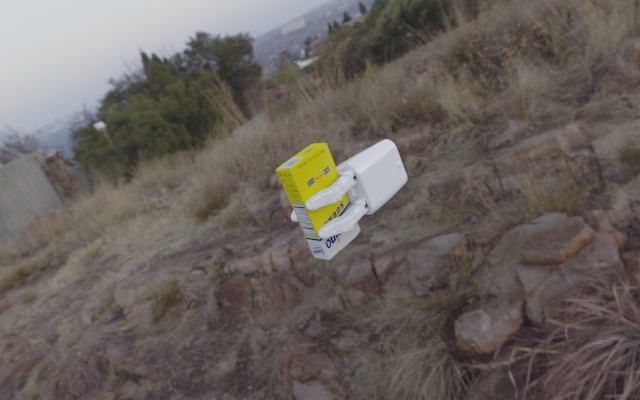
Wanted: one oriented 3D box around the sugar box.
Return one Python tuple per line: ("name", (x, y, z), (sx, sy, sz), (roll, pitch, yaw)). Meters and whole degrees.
("sugar box", (0.001, 0.002, 0.803), (0.093, 0.176, 0.048), (-39, 24, -34))
